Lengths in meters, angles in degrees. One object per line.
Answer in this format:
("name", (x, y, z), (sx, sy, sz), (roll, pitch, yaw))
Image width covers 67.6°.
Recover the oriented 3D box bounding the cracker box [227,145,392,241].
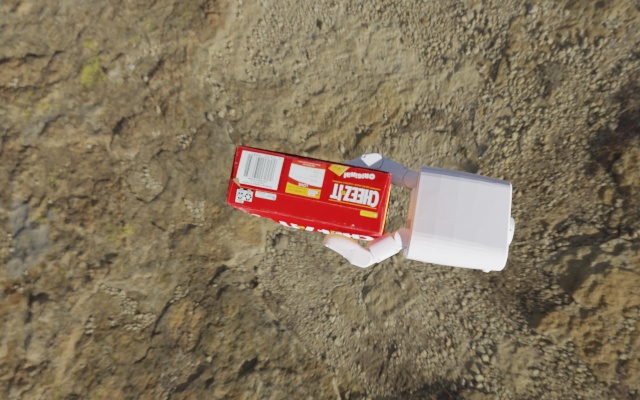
("cracker box", (0.000, 0.002, 0.577), (0.164, 0.072, 0.214), (11, -6, 9))
